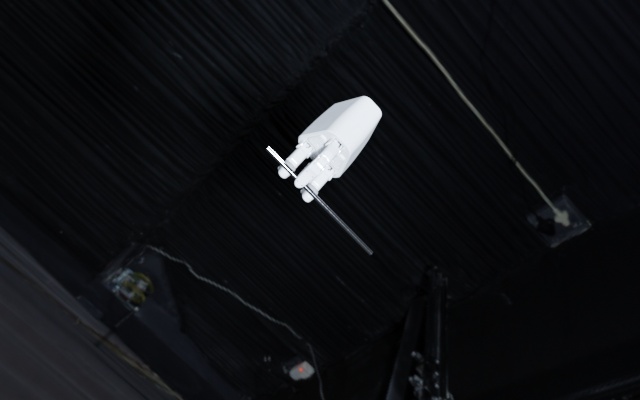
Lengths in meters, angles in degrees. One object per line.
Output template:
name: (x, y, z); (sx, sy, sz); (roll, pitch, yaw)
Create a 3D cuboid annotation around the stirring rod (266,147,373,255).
stirring rod: (0.000, 0.002, 0.766); (0.011, 0.239, 0.011); (-43, 9, 9)
